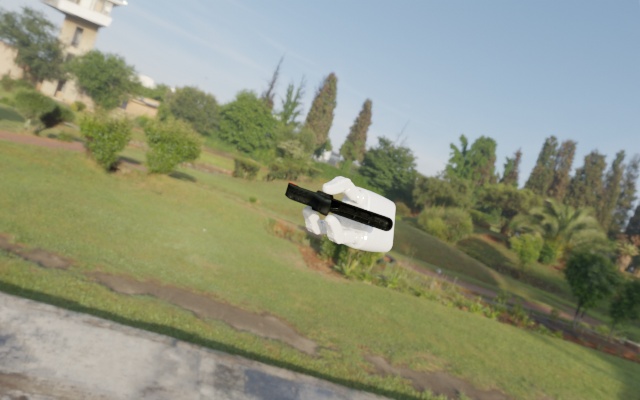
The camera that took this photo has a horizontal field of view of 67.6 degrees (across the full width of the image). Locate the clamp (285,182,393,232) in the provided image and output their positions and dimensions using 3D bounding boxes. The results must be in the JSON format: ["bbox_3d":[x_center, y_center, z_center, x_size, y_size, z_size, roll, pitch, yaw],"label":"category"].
[{"bbox_3d":[0.000,0.002,0.814,0.210,0.036,0.164,20,2,41],"label":"clamp"}]
